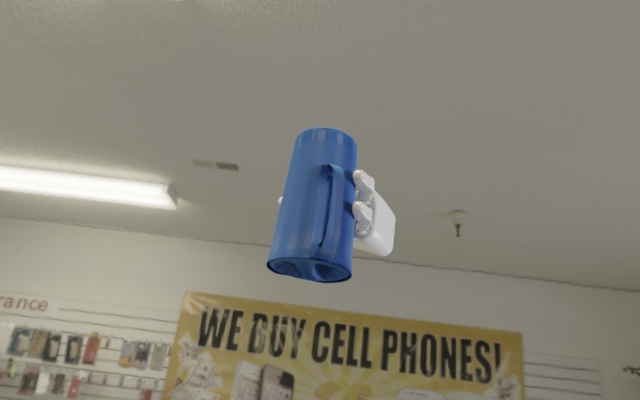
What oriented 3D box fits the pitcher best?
[{"bbox_3d":[0.000,0.003,0.772,0.149,0.242,0.145,-6,-27,29],"label":"pitcher"}]
